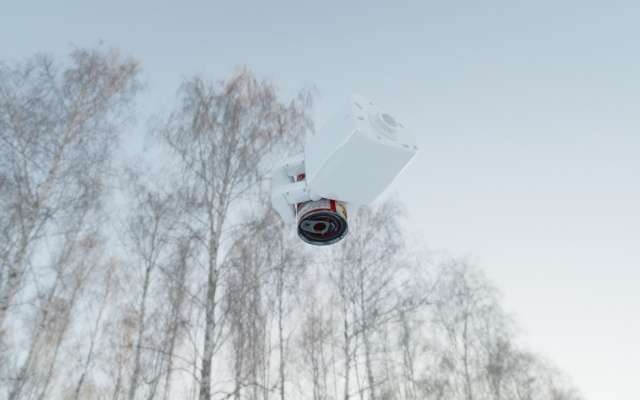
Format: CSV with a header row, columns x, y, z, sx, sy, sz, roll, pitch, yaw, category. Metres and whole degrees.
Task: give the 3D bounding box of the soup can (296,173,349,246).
x,y,z,sx,sy,sz,roll,pitch,yaw,category
0.000,0.002,0.658,0.068,0.102,0.069,-2,-45,-2,soup can
